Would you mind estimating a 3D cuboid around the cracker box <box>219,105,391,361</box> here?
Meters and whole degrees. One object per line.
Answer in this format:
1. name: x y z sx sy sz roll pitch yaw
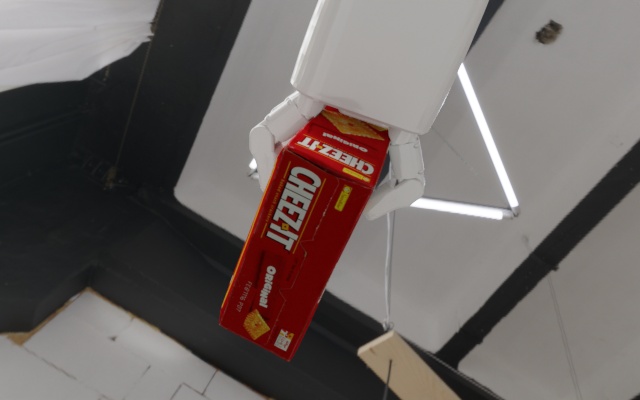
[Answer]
1. cracker box: 0.000 0.001 0.419 0.072 0.164 0.213 25 28 3
